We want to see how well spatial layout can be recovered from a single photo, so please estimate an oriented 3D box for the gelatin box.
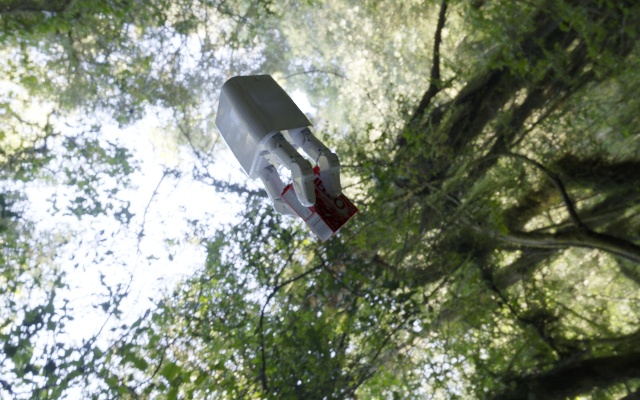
[{"bbox_3d":[0.000,0.003,0.651,0.030,0.089,0.073,-44,-3,39],"label":"gelatin box"}]
